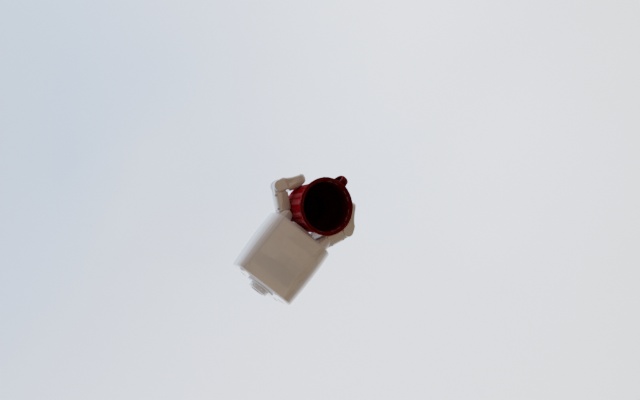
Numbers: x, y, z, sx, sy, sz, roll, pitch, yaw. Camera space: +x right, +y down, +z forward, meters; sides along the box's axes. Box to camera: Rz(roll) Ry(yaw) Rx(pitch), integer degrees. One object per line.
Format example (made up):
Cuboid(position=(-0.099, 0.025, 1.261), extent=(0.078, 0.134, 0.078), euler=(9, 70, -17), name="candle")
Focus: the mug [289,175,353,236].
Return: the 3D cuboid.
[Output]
Cuboid(position=(0.001, 0.001, 0.788), extent=(0.093, 0.117, 0.081), euler=(44, -20, -17), name="mug")
